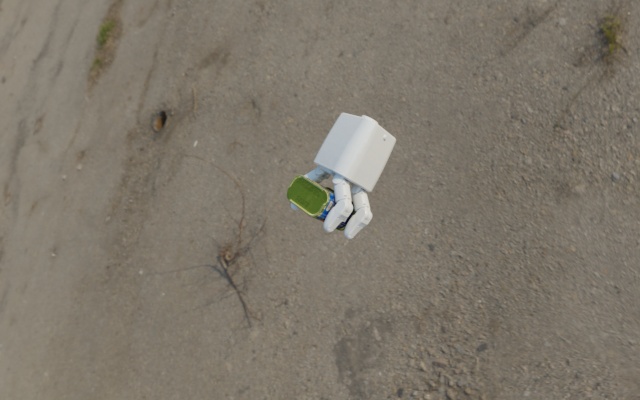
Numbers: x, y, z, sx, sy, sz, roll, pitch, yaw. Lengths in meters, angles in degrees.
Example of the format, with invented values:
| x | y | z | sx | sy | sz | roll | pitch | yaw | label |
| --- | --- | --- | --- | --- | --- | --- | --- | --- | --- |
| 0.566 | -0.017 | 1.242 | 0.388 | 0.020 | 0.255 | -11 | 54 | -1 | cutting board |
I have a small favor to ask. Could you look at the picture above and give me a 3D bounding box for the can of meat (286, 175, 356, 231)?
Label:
| x | y | z | sx | sy | sz | roll | pitch | yaw | label |
| --- | --- | --- | --- | --- | --- | --- | --- | --- | --- |
| 0.000 | 0.003 | 0.840 | 0.102 | 0.057 | 0.084 | 33 | 5 | 41 | can of meat |
